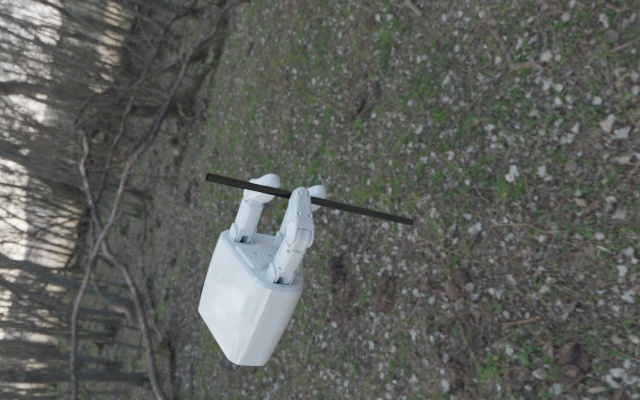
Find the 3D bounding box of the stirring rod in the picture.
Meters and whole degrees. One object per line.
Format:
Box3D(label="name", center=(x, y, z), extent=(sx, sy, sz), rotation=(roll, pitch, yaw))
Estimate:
Box3D(label="stirring rod", center=(0.000, 0.002, 0.496), extent=(0.239, 0.011, 0.011), rotation=(13, -6, -27))
